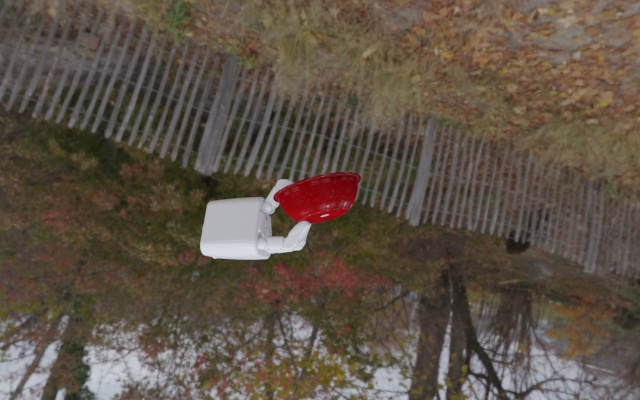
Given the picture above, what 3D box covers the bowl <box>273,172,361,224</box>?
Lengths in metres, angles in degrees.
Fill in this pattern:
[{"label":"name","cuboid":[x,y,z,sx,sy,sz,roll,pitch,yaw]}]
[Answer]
[{"label":"bowl","cuboid":[0.001,0.003,0.846,0.162,0.055,0.162,-14,-13,-3]}]
